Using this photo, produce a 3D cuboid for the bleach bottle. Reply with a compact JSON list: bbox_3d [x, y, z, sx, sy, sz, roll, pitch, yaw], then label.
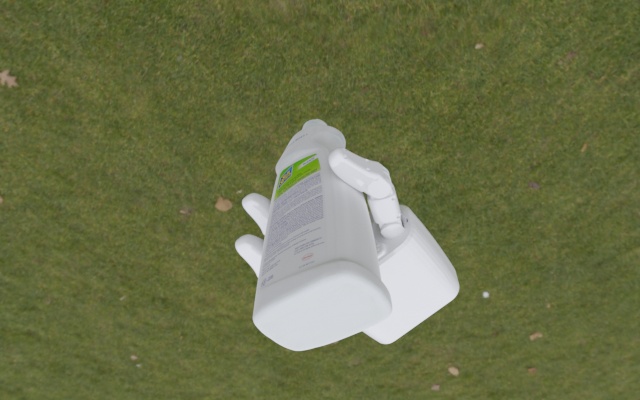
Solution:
[{"bbox_3d":[0.000,0.001,0.431,0.102,0.250,0.068,-29,-54,24],"label":"bleach bottle"}]
